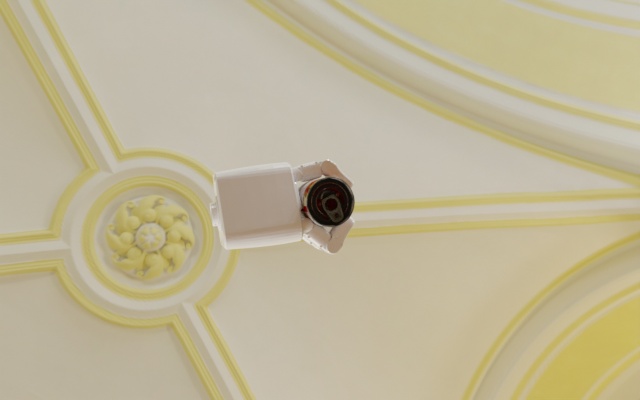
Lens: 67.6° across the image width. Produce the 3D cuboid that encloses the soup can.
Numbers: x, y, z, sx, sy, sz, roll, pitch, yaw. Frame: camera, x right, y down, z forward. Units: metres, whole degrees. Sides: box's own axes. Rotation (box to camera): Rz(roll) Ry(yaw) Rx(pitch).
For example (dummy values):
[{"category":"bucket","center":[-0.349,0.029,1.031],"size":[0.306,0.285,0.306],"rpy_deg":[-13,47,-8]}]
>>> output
[{"category":"soup can","center":[0.000,0.002,0.685],"size":[0.068,0.068,0.102],"rpy_deg":[0,0,-16]}]
